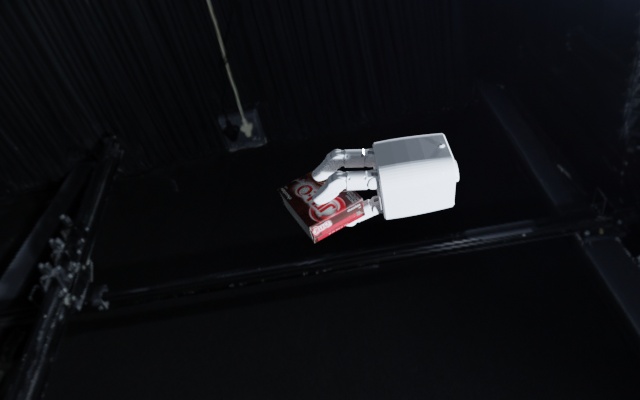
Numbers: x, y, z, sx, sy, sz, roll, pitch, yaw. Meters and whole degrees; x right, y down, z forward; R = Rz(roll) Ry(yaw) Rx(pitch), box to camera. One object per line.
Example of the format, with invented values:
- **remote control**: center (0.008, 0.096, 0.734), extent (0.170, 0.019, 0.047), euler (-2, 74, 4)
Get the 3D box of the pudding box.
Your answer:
- **pudding box**: center (0.000, 0.002, 0.721), extent (0.090, 0.039, 0.113), euler (-27, 40, -15)
